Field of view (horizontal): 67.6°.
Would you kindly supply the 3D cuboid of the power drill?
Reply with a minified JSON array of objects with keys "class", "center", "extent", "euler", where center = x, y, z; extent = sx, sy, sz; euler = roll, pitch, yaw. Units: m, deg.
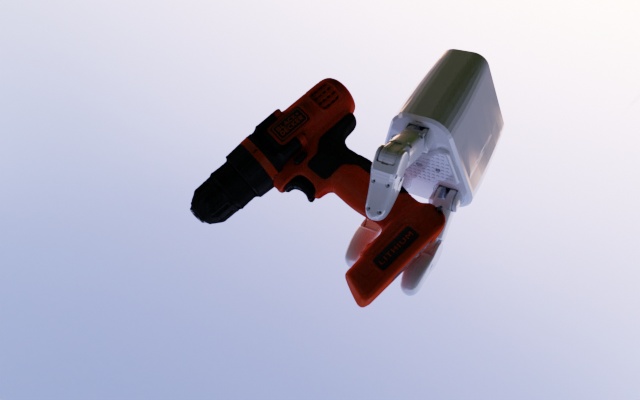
[{"class":"power drill","center":[0.001,0.002,0.426],"extent":[0.184,0.187,0.057],"euler":[-42,-14,-6]}]
